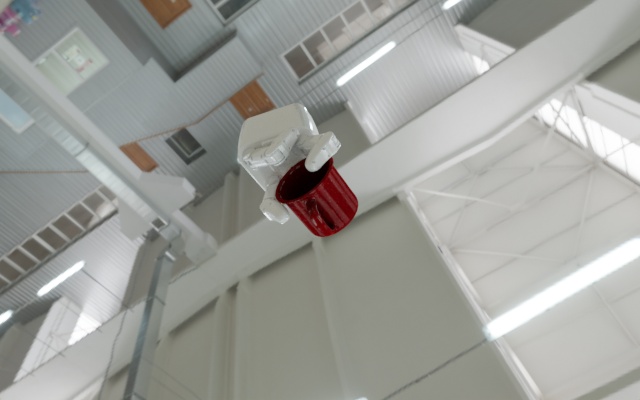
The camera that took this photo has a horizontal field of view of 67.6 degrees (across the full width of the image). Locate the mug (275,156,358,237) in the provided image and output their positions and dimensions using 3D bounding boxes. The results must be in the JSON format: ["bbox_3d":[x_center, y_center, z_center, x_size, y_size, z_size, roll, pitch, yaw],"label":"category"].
[{"bbox_3d":[0.000,0.003,0.644,0.093,0.081,0.117,-31,31,13],"label":"mug"}]
